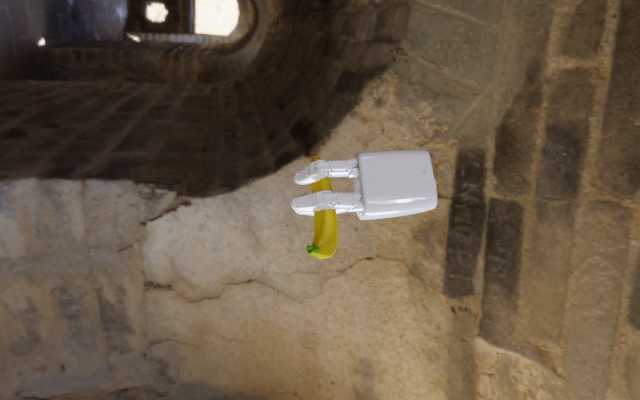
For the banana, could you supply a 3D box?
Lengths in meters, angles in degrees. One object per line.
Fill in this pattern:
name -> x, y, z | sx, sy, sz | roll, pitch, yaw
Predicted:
banana -> 0.004, 0.018, 0.719 | 0.037, 0.197, 0.070 | -9, -46, 8
